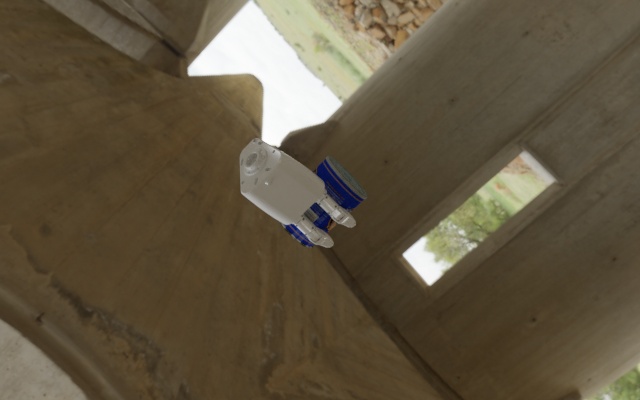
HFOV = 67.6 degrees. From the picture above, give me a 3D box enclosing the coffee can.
[{"bbox_3d":[0.000,0.003,0.867,0.140,0.103,0.103,-43,-11,11],"label":"coffee can"}]
